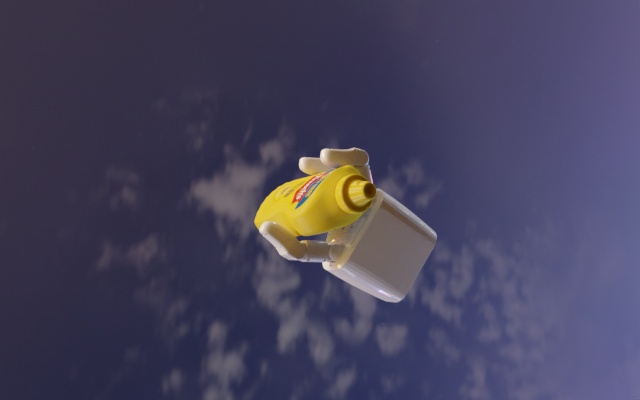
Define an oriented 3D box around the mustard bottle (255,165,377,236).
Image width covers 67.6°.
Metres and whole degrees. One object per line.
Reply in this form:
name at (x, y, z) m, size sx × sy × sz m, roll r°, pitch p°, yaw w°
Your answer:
mustard bottle at (0.000, 0.002, 0.551) m, size 0.096 × 0.058 × 0.191 m, roll -41°, pitch 15°, yaw -28°
